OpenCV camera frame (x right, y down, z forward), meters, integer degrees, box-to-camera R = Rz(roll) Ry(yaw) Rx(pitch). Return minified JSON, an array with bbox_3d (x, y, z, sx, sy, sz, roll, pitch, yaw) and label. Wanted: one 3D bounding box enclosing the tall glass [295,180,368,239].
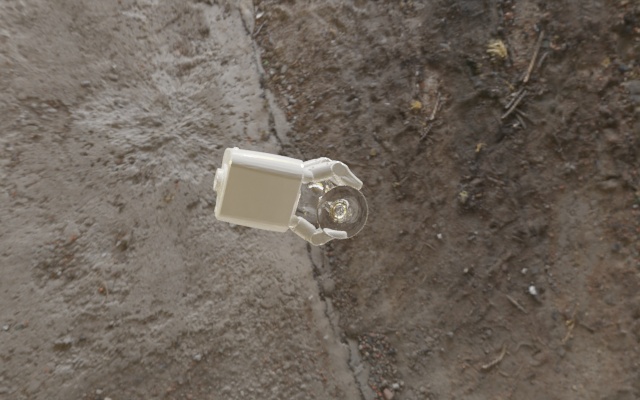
[{"bbox_3d":[0.000,0.003,0.736,0.079,0.079,0.201,0,8,-17],"label":"tall glass"}]
